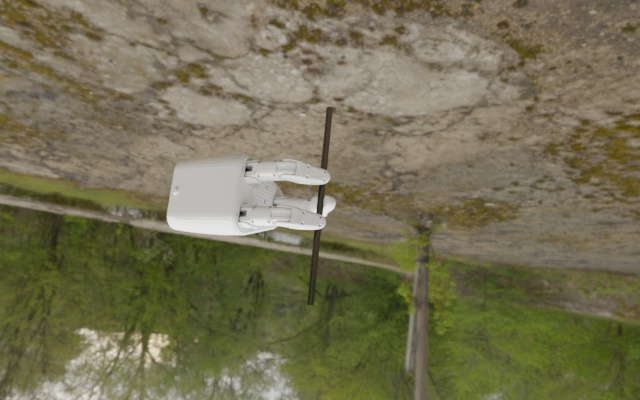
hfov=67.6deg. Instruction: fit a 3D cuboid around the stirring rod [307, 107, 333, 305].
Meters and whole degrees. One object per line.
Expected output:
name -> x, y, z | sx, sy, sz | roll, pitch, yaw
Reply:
stirring rod -> 0.000, 0.002, 0.567 | 0.011, 0.239, 0.011 | 5, -12, 1
